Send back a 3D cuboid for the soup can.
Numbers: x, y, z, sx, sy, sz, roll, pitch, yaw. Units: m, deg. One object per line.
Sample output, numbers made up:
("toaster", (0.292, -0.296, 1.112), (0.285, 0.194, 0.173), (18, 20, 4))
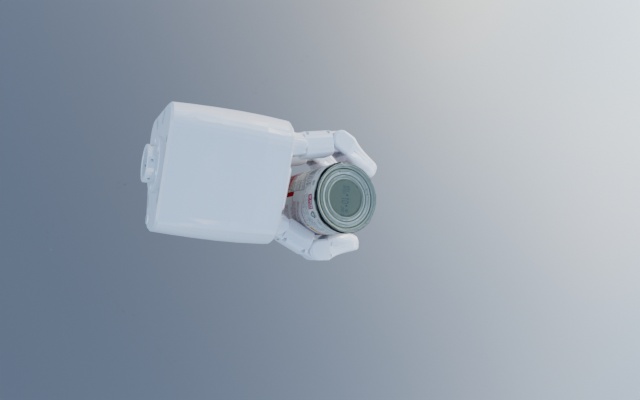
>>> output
("soup can", (0.001, 0.002, 0.479), (0.068, 0.068, 0.102), (0, -5, -29))
